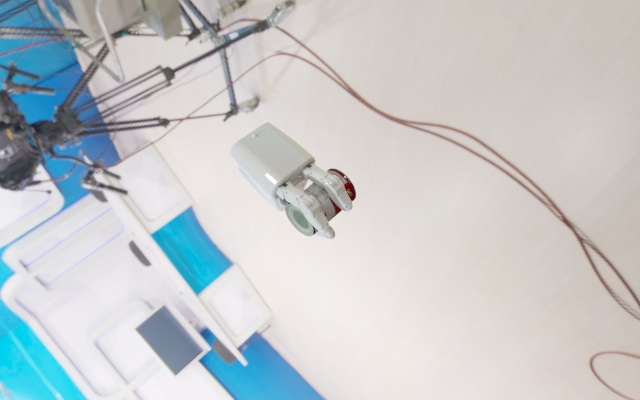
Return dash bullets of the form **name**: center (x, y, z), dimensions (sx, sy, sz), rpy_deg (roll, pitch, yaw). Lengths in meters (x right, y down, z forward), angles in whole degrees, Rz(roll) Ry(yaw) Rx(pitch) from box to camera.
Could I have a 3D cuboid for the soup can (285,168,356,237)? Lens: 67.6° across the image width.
- **soup can**: center (0.000, 0.003, 0.779), dimensions (0.102, 0.068, 0.068), rpy_deg (-40, 21, -27)
